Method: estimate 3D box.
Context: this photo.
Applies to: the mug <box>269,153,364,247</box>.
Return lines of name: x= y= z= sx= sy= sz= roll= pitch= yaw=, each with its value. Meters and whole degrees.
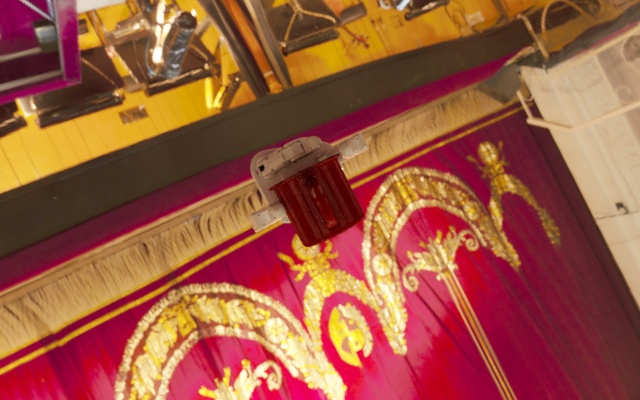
mug: x=0.000 y=0.002 z=0.545 sx=0.093 sy=0.081 sz=0.117 roll=-27 pitch=2 yaw=-5
